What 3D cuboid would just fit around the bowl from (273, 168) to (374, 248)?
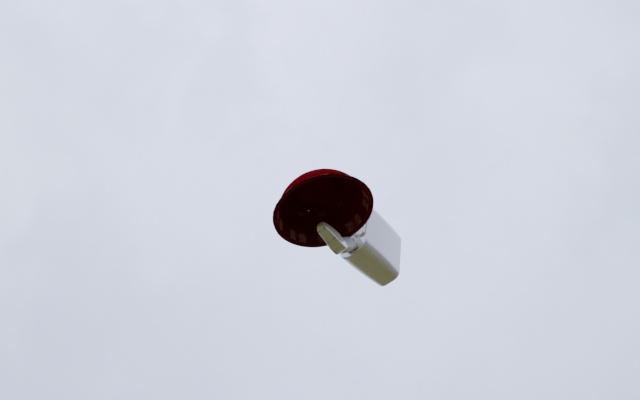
[{"bbox_3d":[-0.001,0.001,0.760,0.162,0.162,0.055,0,44,-17],"label":"bowl"}]
